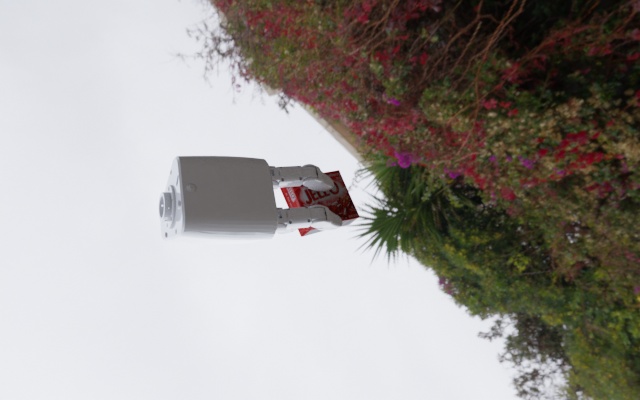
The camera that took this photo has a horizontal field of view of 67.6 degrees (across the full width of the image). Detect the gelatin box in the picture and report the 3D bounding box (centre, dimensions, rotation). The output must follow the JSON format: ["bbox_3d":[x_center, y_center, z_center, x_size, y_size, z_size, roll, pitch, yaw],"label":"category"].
[{"bbox_3d":[0.000,0.002,0.628,0.089,0.073,0.030,-11,-19,-39],"label":"gelatin box"}]
